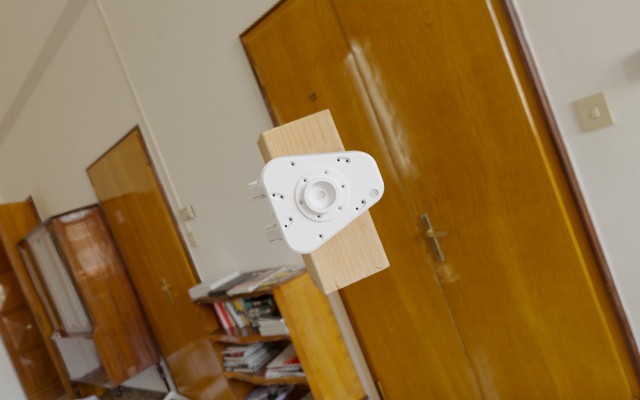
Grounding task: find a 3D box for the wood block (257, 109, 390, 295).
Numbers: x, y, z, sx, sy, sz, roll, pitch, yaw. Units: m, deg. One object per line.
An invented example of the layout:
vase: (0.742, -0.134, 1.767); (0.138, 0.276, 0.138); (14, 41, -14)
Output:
wood block: (0.000, 0.002, 0.611); (0.091, 0.206, 0.090); (-22, 3, -10)
